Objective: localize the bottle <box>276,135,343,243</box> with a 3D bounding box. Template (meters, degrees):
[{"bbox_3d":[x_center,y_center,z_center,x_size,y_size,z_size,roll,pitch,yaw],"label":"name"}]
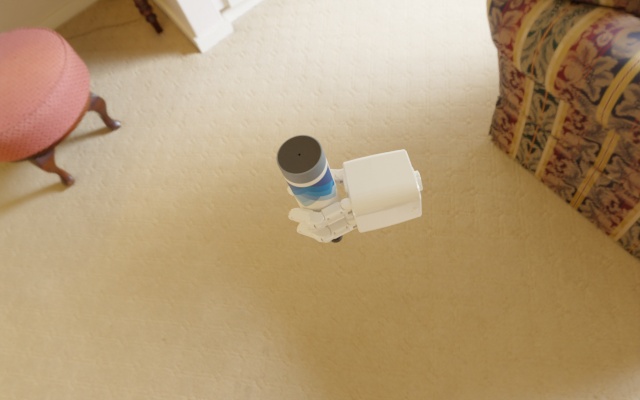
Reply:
[{"bbox_3d":[0.000,0.002,0.787,0.069,0.069,0.296,0,-27,13],"label":"bottle"}]
